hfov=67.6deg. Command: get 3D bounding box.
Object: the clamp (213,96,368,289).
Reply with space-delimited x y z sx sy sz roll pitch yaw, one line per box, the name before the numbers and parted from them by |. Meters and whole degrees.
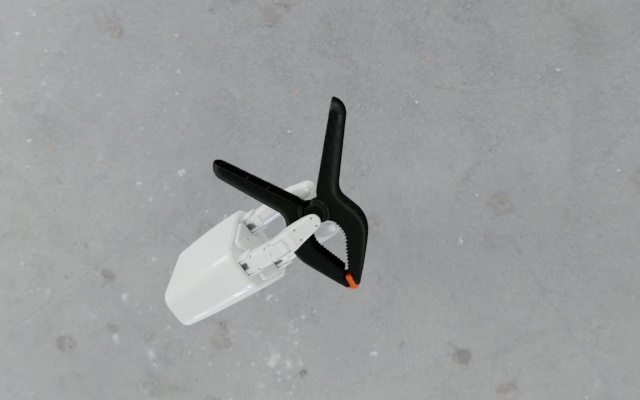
clamp | 0.000 0.003 0.531 0.164 0.210 0.036 -32 10 19
